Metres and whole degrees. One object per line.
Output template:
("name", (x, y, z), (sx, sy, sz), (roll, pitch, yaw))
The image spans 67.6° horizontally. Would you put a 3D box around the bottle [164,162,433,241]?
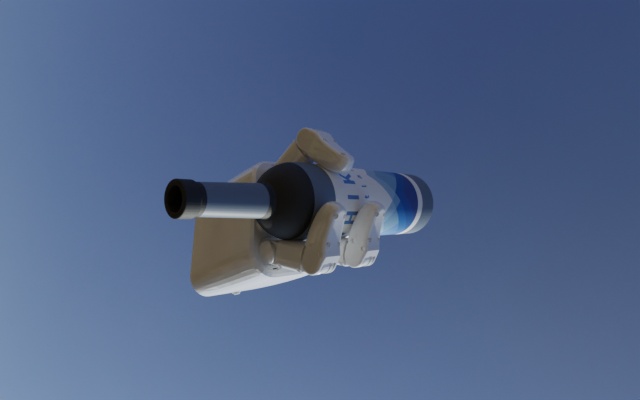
("bottle", (0.000, 0.001, 0.428), (0.069, 0.069, 0.296), (0, -1, 42))
